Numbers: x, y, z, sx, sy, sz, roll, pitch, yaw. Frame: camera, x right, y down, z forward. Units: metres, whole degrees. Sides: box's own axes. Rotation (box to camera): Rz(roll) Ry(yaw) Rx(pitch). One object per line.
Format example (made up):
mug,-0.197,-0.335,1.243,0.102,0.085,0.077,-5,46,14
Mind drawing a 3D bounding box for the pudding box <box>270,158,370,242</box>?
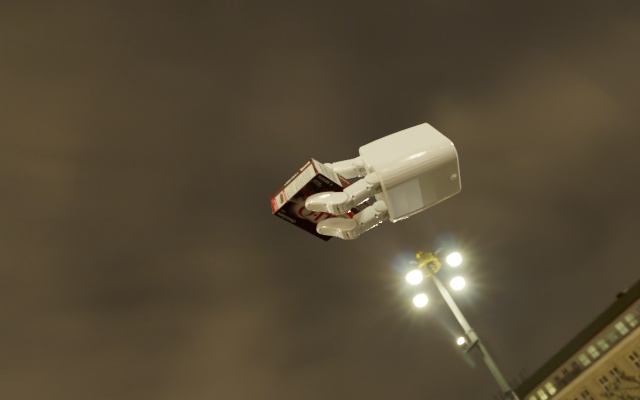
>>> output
pudding box,0.000,0.002,0.667,0.090,0.039,0.113,-42,-50,21
